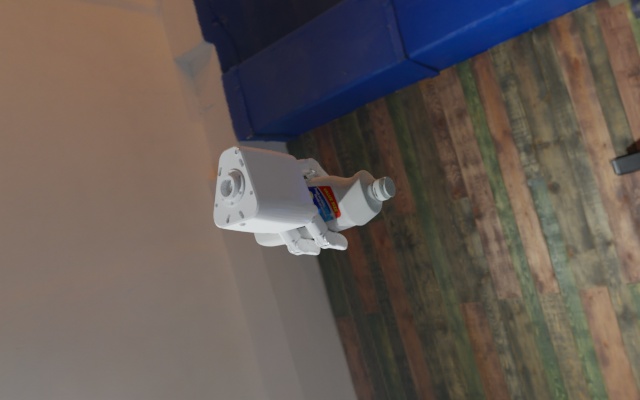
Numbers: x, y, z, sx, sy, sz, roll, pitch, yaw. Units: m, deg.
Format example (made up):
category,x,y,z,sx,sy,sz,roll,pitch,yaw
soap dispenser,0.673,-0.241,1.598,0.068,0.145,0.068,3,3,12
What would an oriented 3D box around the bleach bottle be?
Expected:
category,x,y,z,sx,sy,sz,roll,pitch,yaw
bleach bottle,0.000,0.003,0.736,0.251,0.102,0.068,-17,-15,38
